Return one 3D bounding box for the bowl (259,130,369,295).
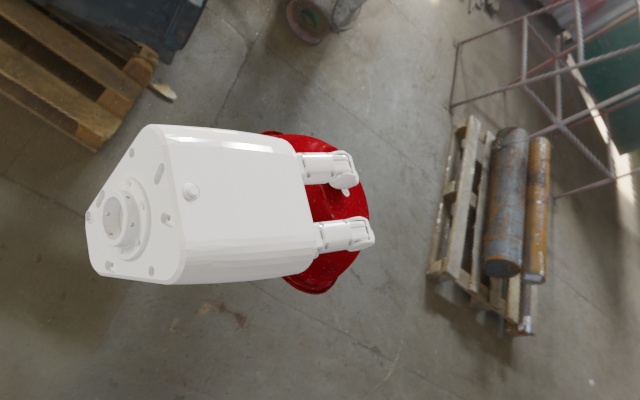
[{"bbox_3d":[0.001,0.001,0.442,0.055,0.162,0.162,-21,-9,26],"label":"bowl"}]
